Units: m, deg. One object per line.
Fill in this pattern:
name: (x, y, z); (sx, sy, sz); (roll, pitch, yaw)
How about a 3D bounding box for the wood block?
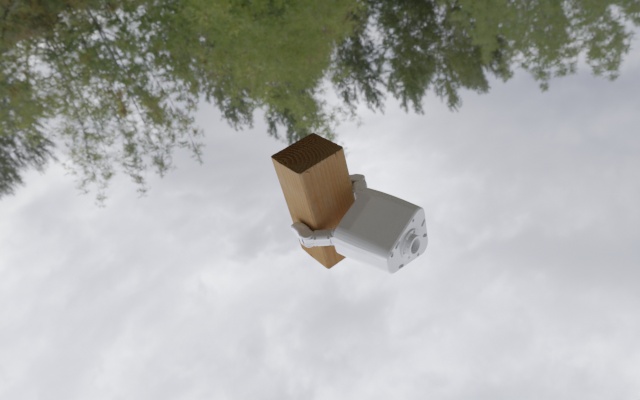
wood block: (0.000, 0.003, 0.817); (0.091, 0.206, 0.090); (-32, 39, -22)
